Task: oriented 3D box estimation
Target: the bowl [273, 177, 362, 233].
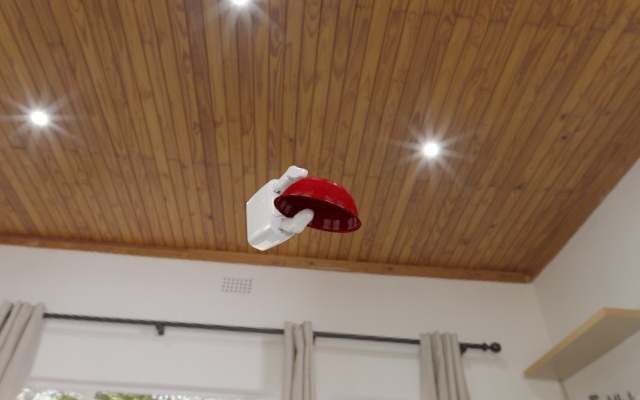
[{"bbox_3d":[0.001,0.002,0.856,0.162,0.055,0.162,14,-21,5],"label":"bowl"}]
